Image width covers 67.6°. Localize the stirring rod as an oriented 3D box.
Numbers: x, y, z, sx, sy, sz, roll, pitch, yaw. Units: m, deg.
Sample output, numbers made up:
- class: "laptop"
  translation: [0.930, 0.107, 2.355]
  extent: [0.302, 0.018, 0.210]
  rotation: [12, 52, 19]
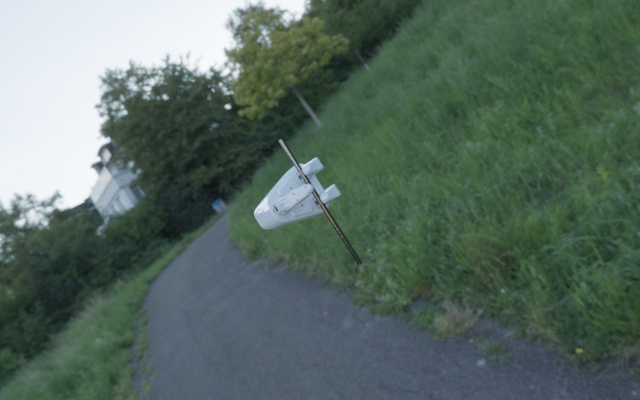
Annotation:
- class: "stirring rod"
  translation: [0.000, 0.003, 0.776]
  extent: [0.011, 0.239, 0.011]
  rotation: [-33, 2, 1]
